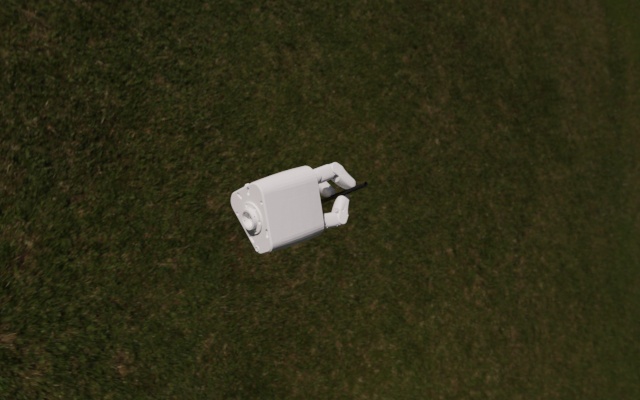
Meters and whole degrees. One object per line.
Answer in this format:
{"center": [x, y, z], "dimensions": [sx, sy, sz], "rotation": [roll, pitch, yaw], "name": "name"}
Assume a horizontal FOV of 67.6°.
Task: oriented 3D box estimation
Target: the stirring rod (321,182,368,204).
{"center": [0.000, 0.003, 0.857], "dimensions": [0.011, 0.011, 0.239], "rotation": [0, -14, -39], "name": "stirring rod"}
